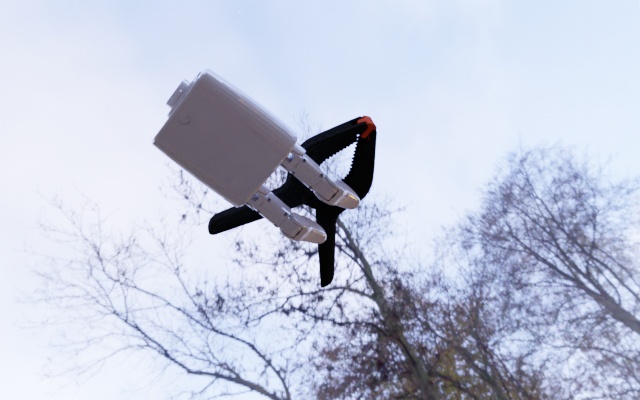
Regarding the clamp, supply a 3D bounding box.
[{"bbox_3d":[0.000,0.001,0.531,0.164,0.210,0.036,36,19,-24],"label":"clamp"}]
